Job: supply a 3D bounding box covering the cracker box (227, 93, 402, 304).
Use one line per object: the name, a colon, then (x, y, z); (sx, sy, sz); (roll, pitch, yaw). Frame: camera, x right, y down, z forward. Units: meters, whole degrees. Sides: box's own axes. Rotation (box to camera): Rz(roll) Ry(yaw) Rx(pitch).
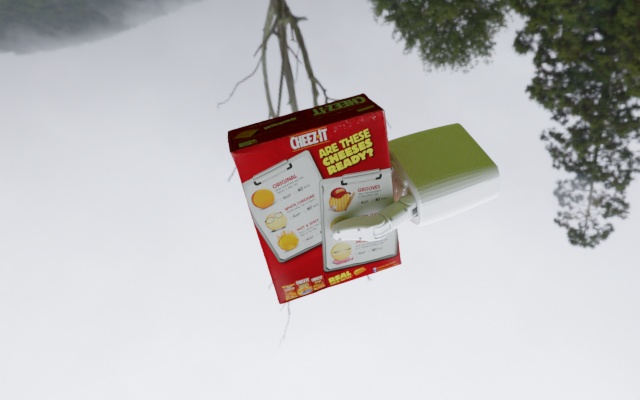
cracker box: (0.000, 0.002, 0.559); (0.164, 0.214, 0.072); (-17, 32, -7)
